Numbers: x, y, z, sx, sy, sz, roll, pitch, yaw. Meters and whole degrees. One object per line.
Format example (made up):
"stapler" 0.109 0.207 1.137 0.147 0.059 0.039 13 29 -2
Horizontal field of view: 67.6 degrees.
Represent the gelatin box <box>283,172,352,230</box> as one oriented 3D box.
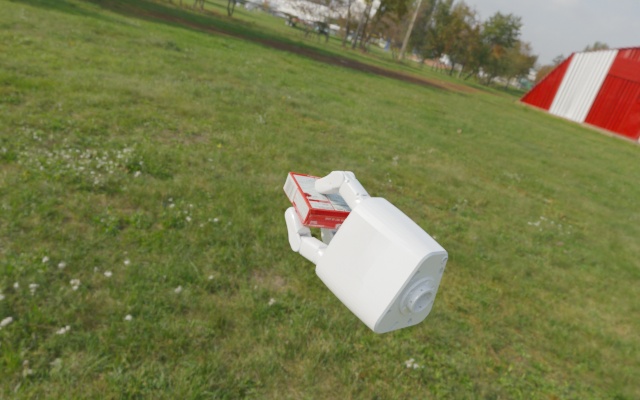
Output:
"gelatin box" 0.000 0.001 0.621 0.073 0.030 0.089 8 31 -29
